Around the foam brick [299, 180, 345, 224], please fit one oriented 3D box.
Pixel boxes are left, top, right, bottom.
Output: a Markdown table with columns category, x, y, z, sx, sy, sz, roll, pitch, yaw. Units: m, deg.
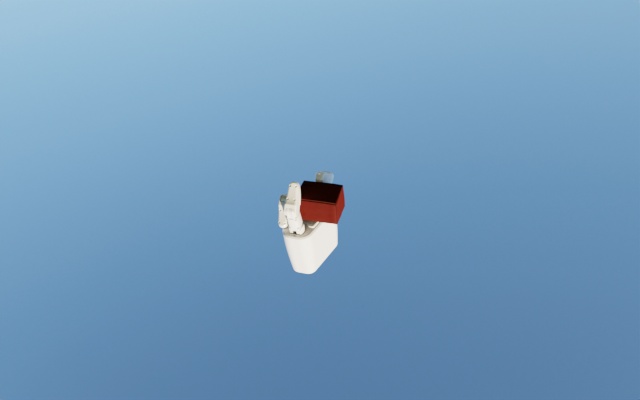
| category | x | y | z | sx | sy | sz | roll | pitch | yaw |
| --- | --- | --- | --- | --- | --- | --- | --- | --- | --- |
| foam brick | 0.000 | 0.003 | 0.854 | 0.078 | 0.051 | 0.053 | 8 | 44 | 18 |
